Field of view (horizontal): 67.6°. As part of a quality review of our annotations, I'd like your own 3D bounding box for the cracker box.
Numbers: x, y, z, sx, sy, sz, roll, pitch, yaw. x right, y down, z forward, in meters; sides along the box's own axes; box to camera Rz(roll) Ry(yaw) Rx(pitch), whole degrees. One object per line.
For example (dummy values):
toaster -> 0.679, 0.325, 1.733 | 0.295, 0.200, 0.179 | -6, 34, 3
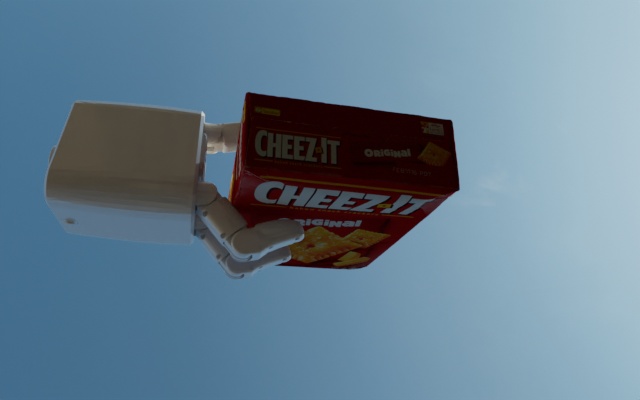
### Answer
cracker box -> 0.000, 0.001, 0.436 | 0.164, 0.072, 0.214 | 5, -24, -14
